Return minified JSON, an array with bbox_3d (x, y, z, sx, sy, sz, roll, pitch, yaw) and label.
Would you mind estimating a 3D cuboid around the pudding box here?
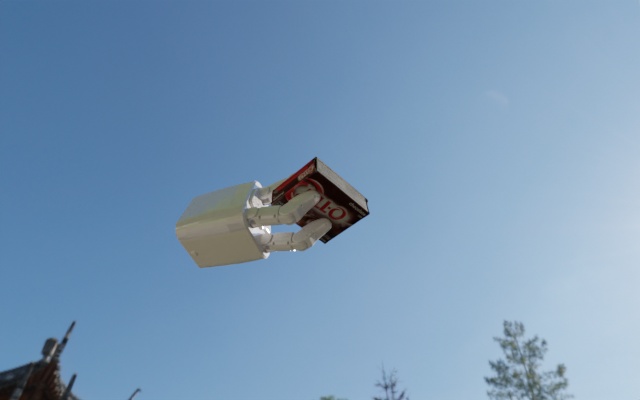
[{"bbox_3d":[0.000,0.002,0.680,0.090,0.039,0.113,-36,-55,28],"label":"pudding box"}]
